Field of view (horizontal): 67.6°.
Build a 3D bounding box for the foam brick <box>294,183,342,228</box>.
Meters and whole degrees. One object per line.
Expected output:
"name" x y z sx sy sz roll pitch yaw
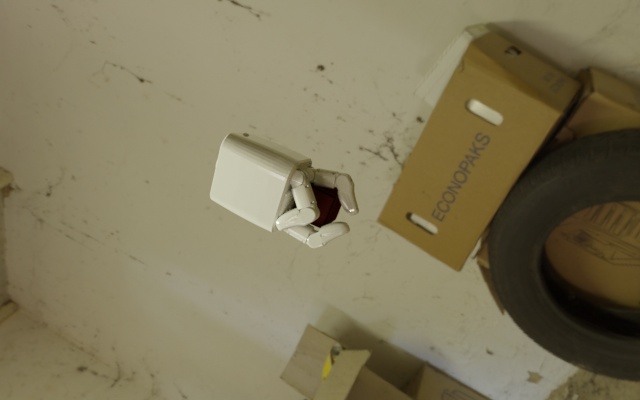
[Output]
"foam brick" 0.000 0.002 0.698 0.051 0.053 0.078 24 13 10
